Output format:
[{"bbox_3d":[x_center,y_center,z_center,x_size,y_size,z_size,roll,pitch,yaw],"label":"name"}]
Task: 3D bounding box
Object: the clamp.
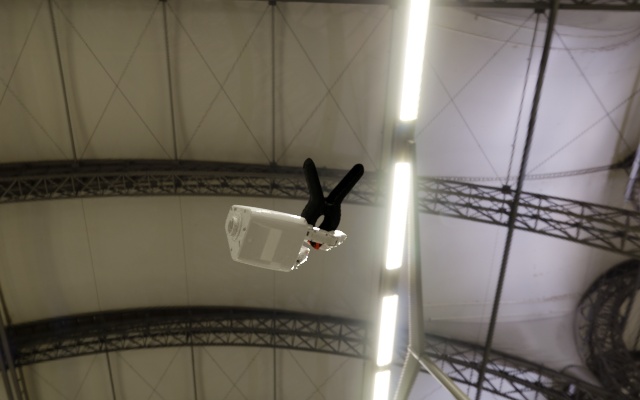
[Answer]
[{"bbox_3d":[0.000,0.003,0.837,0.120,0.171,0.039,15,13,-30],"label":"clamp"}]
